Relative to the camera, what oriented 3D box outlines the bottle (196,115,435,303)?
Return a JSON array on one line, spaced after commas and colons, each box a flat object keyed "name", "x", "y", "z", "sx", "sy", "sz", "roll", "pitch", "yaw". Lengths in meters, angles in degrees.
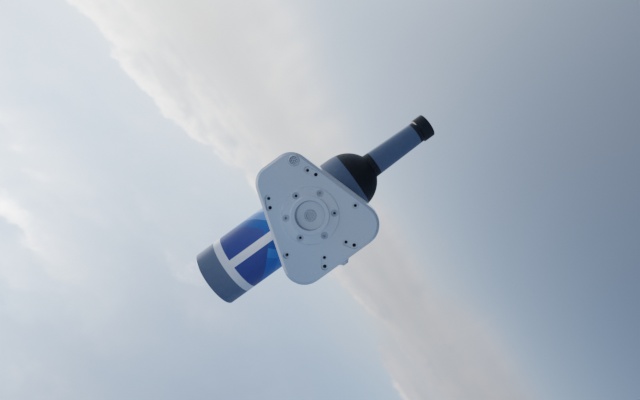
[{"name": "bottle", "x": 0.000, "y": 0.002, "z": 0.535, "sx": 0.296, "sy": 0.069, "sz": 0.069, "roll": -36, "pitch": -1, "yaw": 1}]
